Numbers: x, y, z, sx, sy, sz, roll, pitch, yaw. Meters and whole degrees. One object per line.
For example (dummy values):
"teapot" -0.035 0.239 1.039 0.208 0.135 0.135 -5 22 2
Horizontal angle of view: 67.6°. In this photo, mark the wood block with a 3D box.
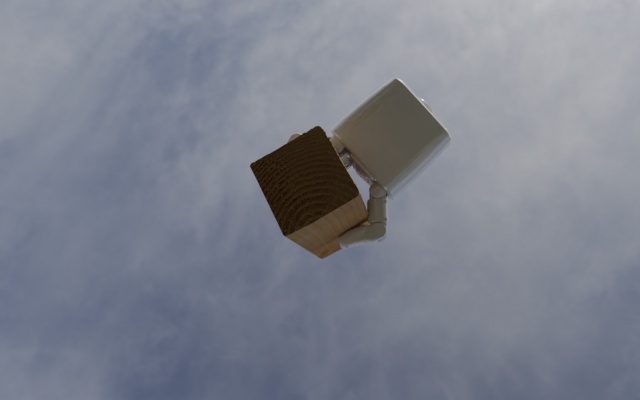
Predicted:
"wood block" 0.001 0.002 0.586 0.090 0.090 0.206 -29 -17 3
